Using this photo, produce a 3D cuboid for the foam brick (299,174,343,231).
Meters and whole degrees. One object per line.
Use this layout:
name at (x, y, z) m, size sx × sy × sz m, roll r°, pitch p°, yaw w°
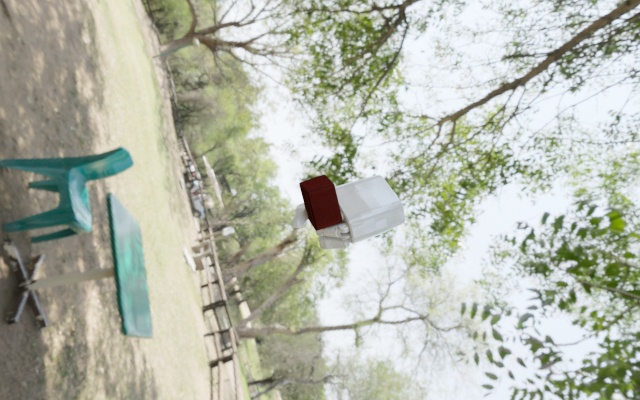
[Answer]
foam brick at (0.000, 0.003, 0.834) m, size 0.051 × 0.078 × 0.053 m, roll -19°, pitch 29°, yaw -10°
